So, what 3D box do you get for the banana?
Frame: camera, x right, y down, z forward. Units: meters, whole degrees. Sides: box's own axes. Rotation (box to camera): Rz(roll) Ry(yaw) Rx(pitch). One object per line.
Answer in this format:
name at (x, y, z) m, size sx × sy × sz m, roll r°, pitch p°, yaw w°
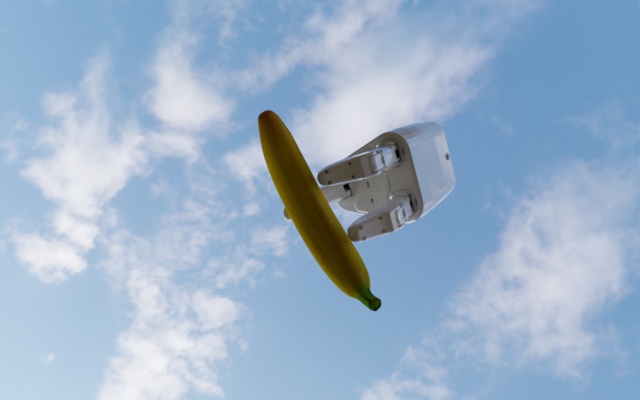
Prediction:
banana at (-0.003, 0.011, 0.435) m, size 0.037 × 0.198 × 0.070 m, roll -28°, pitch -9°, yaw -24°
